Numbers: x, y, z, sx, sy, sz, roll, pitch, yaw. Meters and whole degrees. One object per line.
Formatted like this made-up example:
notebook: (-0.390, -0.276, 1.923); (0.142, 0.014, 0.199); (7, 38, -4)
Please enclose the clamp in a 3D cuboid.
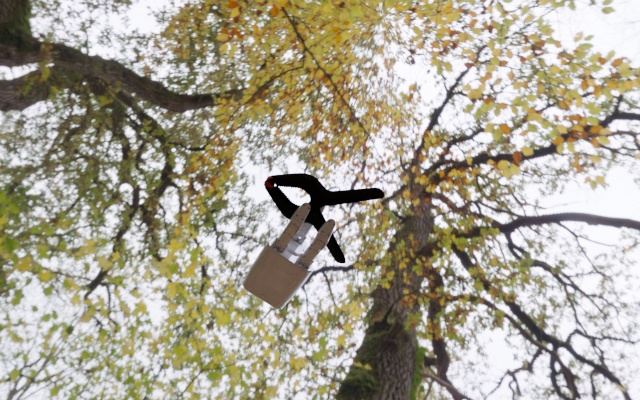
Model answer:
clamp: (0.000, 0.002, 0.867); (0.210, 0.164, 0.036); (33, 20, -6)
